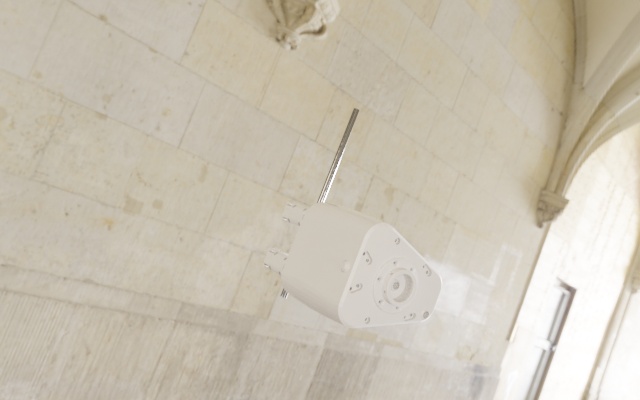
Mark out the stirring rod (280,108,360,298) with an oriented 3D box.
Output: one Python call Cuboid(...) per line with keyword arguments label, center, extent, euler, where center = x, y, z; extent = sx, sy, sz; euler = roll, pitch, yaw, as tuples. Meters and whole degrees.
Cuboid(label="stirring rod", center=(0.000, 0.002, 0.569), extent=(0.011, 0.239, 0.011), euler=(21, -4, 2))
